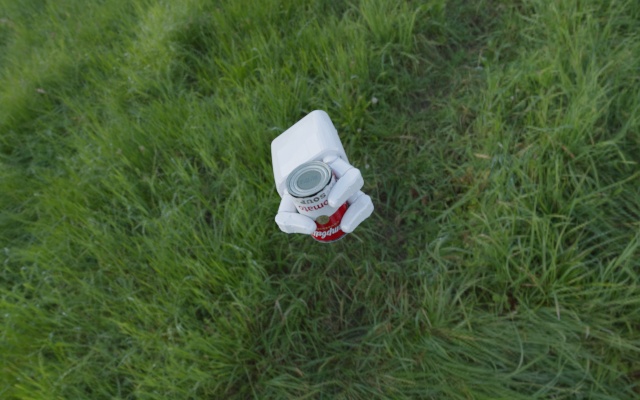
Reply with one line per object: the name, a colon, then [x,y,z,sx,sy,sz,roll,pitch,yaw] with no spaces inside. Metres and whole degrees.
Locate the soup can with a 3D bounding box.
soup can: [0.000,0.002,0.666,0.068,0.068,0.102,0,-40,24]
